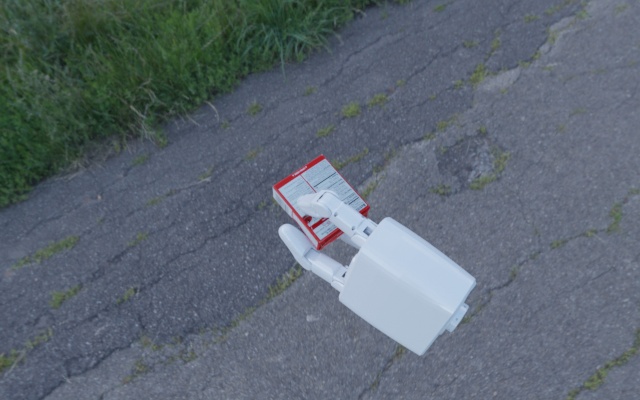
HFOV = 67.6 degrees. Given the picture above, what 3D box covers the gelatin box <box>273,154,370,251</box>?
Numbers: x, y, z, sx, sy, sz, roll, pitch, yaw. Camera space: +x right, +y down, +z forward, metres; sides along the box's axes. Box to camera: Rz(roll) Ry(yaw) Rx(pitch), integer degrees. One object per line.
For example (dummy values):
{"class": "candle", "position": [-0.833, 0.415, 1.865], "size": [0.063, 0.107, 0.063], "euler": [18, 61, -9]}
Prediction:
{"class": "gelatin box", "position": [0.000, 0.001, 0.545], "size": [0.073, 0.089, 0.030], "euler": [-35, -18, -19]}
